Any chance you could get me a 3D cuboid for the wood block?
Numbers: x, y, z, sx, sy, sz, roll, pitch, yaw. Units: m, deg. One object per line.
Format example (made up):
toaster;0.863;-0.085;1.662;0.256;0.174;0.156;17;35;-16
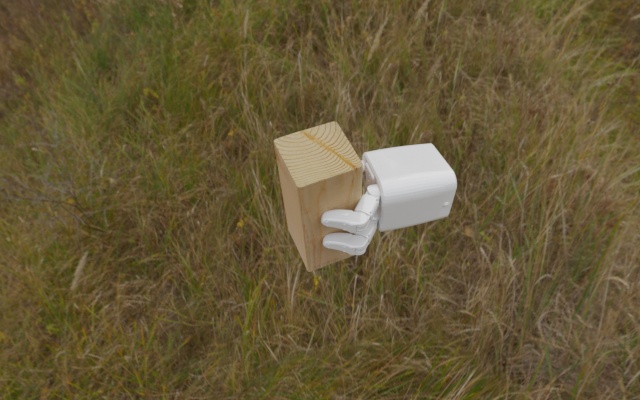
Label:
wood block;0.000;0.002;0.678;0.090;0.090;0.206;-19;-36;-12
